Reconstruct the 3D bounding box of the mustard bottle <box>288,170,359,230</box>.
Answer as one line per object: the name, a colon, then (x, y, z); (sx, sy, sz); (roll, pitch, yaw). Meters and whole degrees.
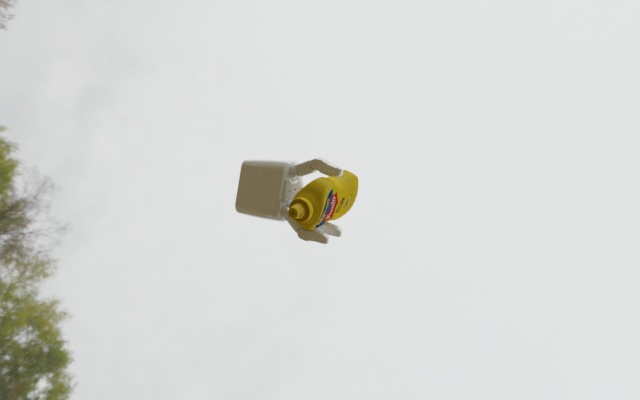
mustard bottle: (0.001, 0.003, 0.849); (0.058, 0.096, 0.191); (32, 24, 20)
